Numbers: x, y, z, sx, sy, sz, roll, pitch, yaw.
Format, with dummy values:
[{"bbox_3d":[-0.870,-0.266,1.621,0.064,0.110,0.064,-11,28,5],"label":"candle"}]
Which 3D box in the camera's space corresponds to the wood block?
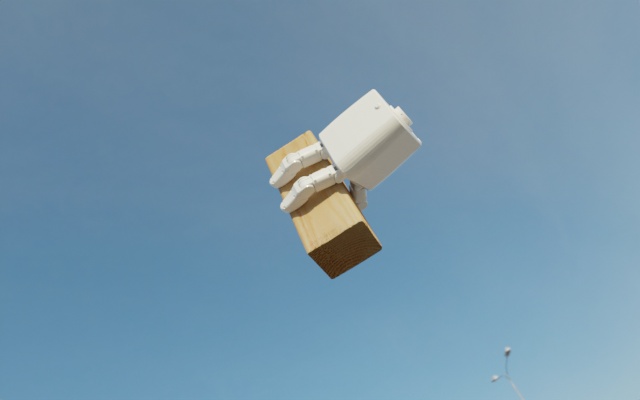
[{"bbox_3d":[0.001,0.002,0.728,0.090,0.206,0.091,-32,-41,6],"label":"wood block"}]
